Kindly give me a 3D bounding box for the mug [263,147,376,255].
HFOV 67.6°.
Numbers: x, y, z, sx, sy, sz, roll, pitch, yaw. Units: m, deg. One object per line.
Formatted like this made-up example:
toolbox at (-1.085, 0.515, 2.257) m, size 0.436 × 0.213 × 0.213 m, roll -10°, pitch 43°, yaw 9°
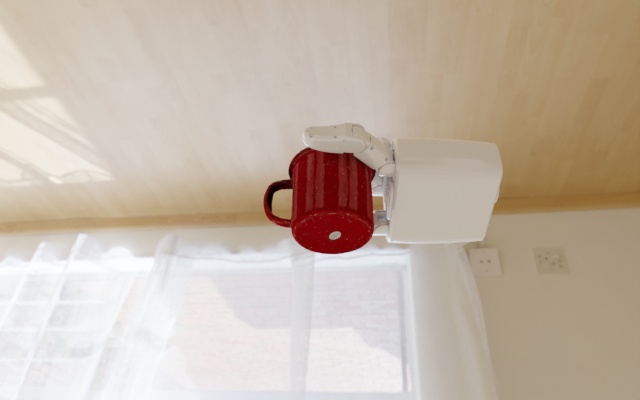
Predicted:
mug at (-0.001, 0.002, 0.485) m, size 0.117 × 0.081 × 0.093 m, roll 0°, pitch -36°, yaw 1°
